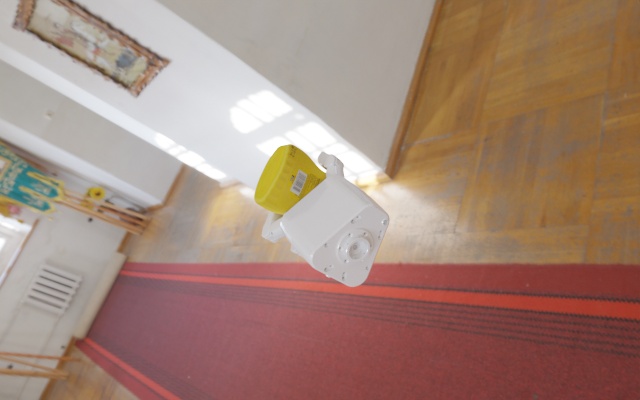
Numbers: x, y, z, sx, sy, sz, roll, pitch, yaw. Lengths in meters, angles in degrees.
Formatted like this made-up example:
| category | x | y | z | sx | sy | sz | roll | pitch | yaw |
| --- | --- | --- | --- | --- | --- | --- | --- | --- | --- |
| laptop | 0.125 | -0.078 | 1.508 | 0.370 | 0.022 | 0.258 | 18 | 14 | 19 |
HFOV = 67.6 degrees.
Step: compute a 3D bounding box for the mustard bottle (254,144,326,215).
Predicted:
| category | x | y | z | sx | sy | sz | roll | pitch | yaw |
| --- | --- | --- | --- | --- | --- | --- | --- | --- | --- |
| mustard bottle | 0.000 | 0.002 | 0.710 | 0.192 | 0.096 | 0.058 | 32 | -18 | -31 |
